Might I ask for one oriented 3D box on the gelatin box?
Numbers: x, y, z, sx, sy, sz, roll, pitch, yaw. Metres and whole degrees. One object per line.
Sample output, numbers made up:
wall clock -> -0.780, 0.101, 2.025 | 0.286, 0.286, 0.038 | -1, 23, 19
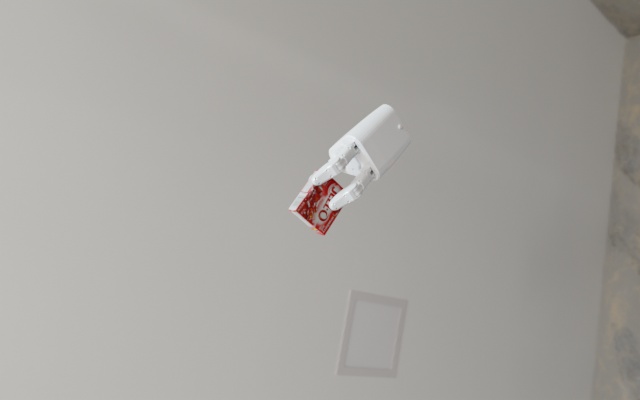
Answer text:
gelatin box -> 0.000, 0.003, 0.816 | 0.073, 0.089, 0.030 | 42, -17, -27
